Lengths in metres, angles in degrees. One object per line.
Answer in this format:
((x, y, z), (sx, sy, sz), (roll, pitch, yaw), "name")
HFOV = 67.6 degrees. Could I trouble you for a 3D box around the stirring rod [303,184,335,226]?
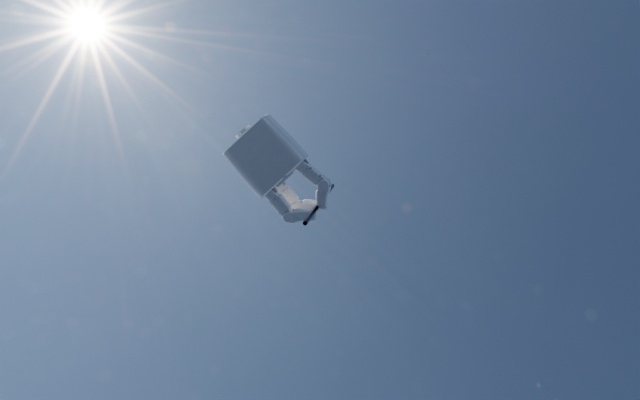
((0.000, 0.003, 0.894), (0.011, 0.011, 0.239), (0, 17, 13), "stirring rod")
